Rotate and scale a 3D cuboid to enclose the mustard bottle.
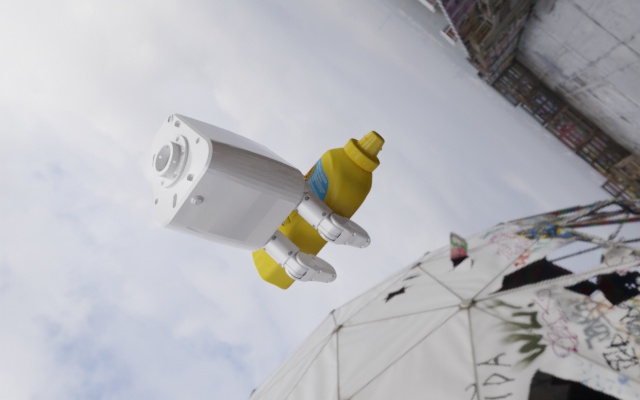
[{"bbox_3d":[0.000,0.002,0.518,0.058,0.192,0.096,31,22,-23],"label":"mustard bottle"}]
